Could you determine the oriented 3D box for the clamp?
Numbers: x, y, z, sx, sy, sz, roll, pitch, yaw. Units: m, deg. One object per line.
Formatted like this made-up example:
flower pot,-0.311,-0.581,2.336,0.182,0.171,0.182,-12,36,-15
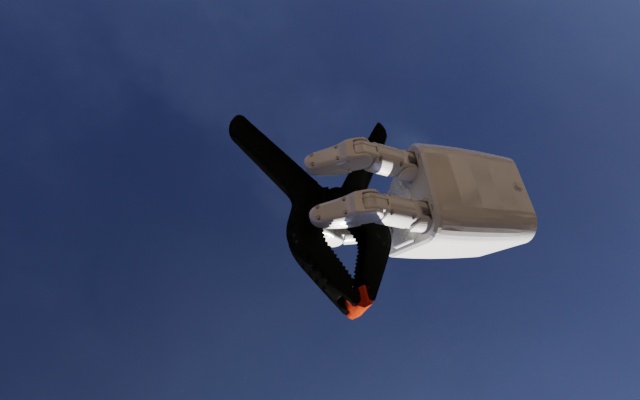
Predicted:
clamp,0.000,0.002,0.432,0.164,0.209,0.036,5,-35,-17
